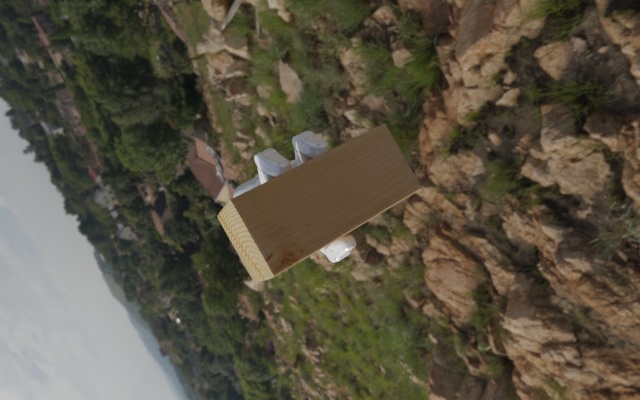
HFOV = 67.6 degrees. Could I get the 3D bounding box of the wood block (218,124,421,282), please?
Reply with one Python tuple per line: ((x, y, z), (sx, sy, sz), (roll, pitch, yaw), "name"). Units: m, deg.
((0.000, 0.002, 0.551), (0.206, 0.091, 0.090), (-29, -1, -25), "wood block")
